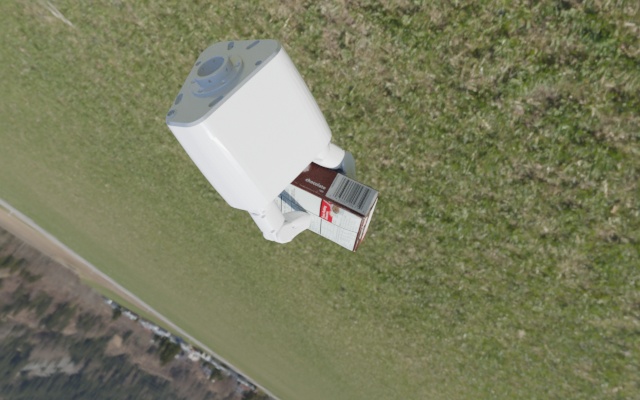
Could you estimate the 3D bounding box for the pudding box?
[{"bbox_3d":[0.000,0.002,0.515,0.113,0.039,0.090,27,-26,11],"label":"pudding box"}]
